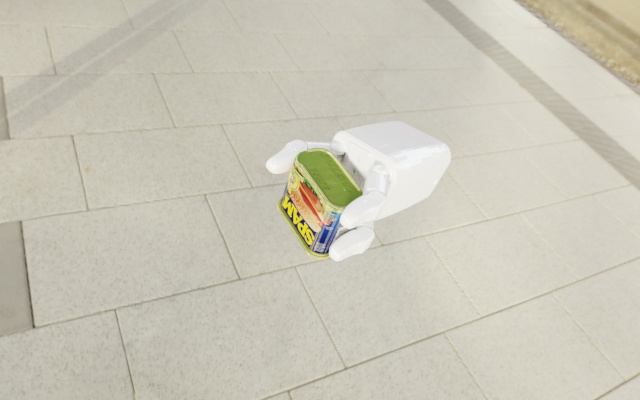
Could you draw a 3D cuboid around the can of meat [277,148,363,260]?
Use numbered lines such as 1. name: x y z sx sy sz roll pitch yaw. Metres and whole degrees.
1. can of meat: 0.000 0.002 0.552 0.057 0.102 0.084 -15 -36 -32
